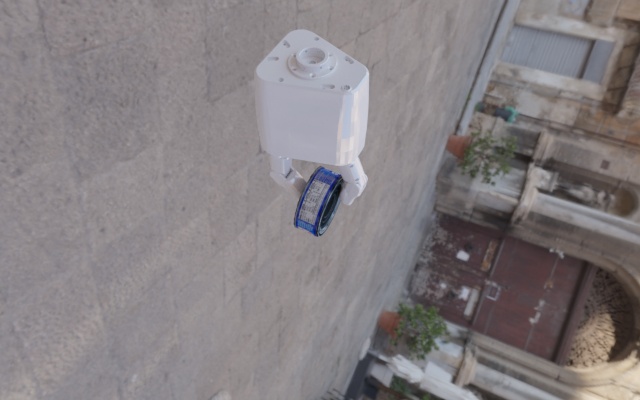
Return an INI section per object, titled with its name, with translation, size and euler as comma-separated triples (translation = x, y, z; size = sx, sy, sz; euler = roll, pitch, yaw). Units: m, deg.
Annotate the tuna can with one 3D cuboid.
[tuna can]
translation = 0.001, 0.002, 0.603
size = 0.034, 0.086, 0.086
euler = 23, 5, 12
